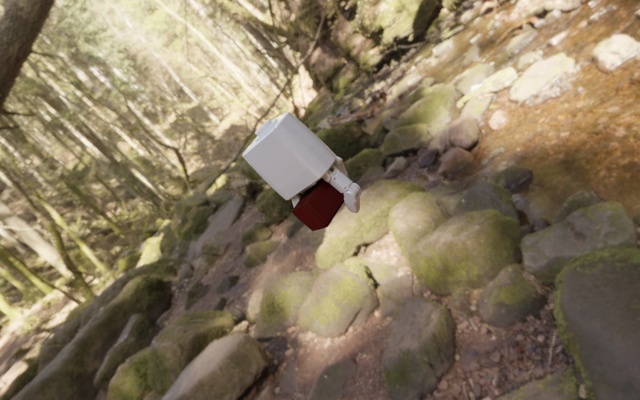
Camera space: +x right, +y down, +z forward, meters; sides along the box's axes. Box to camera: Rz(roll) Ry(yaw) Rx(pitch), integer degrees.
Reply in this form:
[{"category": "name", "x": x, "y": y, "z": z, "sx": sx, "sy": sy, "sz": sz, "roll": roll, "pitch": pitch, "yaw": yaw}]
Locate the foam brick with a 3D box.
[{"category": "foam brick", "x": 0.000, "y": 0.003, "z": 0.776, "sx": 0.051, "sy": 0.078, "sz": 0.053, "roll": 43, "pitch": -30, "yaw": -15}]
